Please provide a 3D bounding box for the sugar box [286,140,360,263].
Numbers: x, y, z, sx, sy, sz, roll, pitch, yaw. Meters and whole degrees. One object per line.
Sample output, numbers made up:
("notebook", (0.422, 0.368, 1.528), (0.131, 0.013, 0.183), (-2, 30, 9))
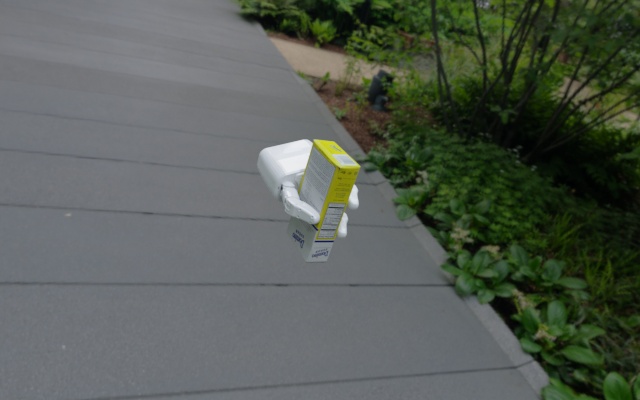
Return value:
("sugar box", (0.001, 0.002, 0.764), (0.048, 0.176, 0.093), (0, 31, -29))
